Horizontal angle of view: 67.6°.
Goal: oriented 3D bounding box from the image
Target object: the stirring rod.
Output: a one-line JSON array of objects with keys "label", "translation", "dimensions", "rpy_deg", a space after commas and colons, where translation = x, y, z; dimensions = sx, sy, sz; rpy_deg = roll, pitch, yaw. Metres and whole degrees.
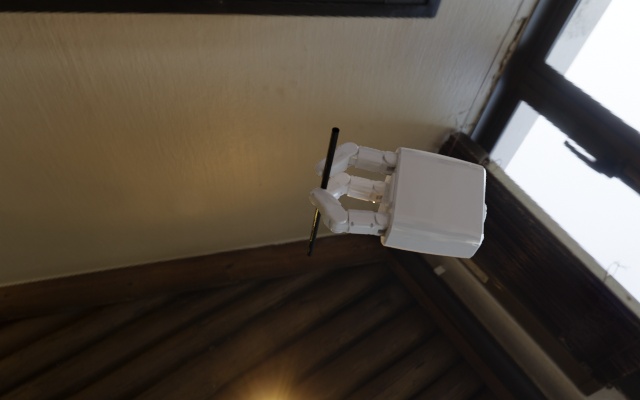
[{"label": "stirring rod", "translation": [0.000, 0.002, 0.580], "dimensions": [0.011, 0.011, 0.240], "rpy_deg": [0, -38, -9]}]
